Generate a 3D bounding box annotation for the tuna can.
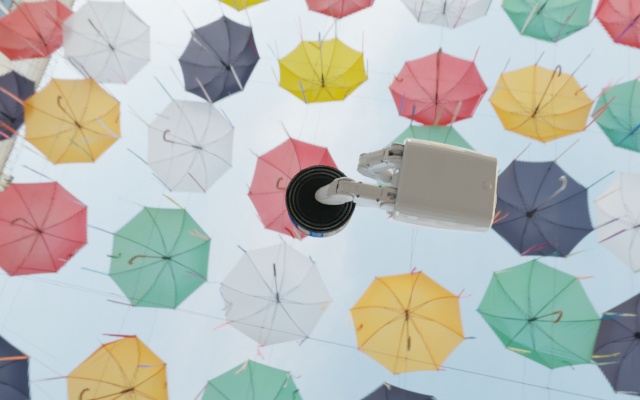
[{"bbox_3d":[0.000,0.002,0.587,0.086,0.086,0.034,0,-17,-1],"label":"tuna can"}]
